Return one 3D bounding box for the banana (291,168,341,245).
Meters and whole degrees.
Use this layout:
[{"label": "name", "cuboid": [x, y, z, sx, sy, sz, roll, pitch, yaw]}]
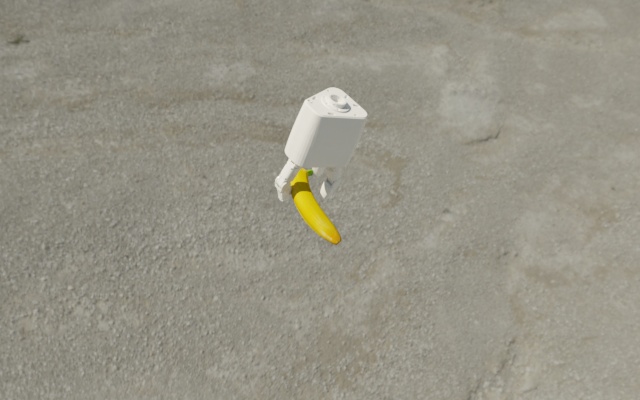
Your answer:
[{"label": "banana", "cuboid": [-0.018, -0.001, 0.863, 0.069, 0.037, 0.197, 5, 42, -26]}]
